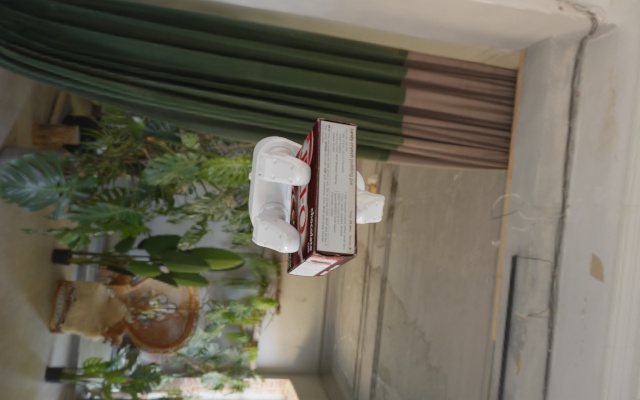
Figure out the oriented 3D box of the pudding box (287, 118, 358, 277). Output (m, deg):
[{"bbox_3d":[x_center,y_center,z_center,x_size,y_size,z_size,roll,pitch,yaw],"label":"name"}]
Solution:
[{"bbox_3d":[0.000,0.001,0.402,0.039,0.113,0.090,4,-19,-14],"label":"pudding box"}]
